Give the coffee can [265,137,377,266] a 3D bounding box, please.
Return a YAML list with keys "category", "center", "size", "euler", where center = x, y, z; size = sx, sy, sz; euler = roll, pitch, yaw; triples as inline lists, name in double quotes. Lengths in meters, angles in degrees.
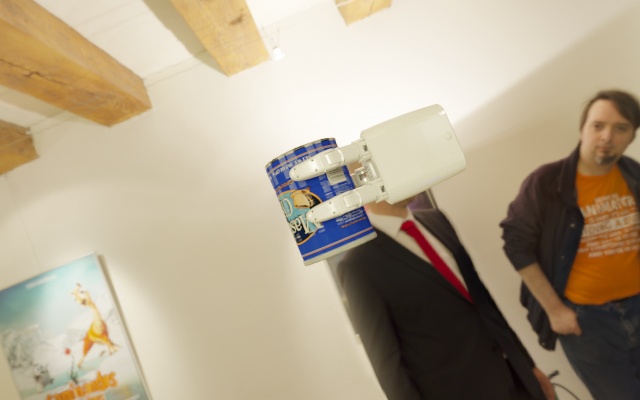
- category: "coffee can"
  center: [0.000, 0.002, 0.628]
  size: [0.103, 0.140, 0.103]
  euler: [-22, -4, -2]
